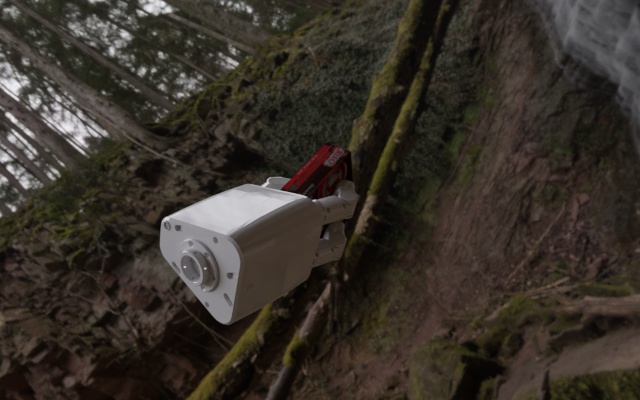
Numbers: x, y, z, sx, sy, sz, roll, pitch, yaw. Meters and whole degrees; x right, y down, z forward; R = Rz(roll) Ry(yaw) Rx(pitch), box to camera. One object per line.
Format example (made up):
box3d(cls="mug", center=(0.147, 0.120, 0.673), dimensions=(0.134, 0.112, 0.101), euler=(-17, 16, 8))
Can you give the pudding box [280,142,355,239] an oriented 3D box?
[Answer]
box3d(cls="pudding box", center=(0.000, 0.002, 0.556), dimensions=(0.039, 0.090, 0.114), euler=(30, -29, 25))
